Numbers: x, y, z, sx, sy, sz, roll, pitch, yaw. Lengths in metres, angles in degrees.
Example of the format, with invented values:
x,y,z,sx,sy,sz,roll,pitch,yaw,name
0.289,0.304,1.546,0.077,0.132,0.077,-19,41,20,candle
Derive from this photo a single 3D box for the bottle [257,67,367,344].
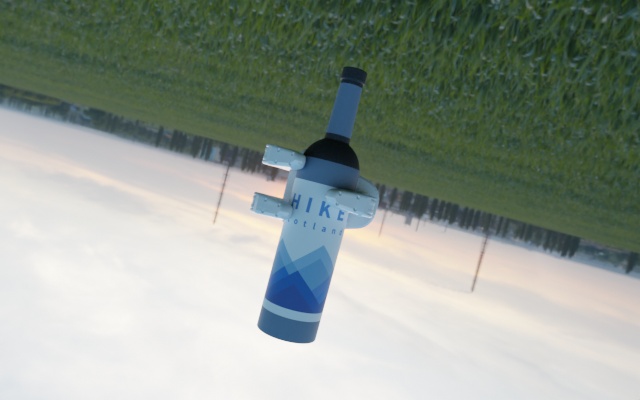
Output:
x,y,z,sx,sy,sz,roll,pitch,yaw,name
0.000,0.002,0.519,0.069,0.295,0.069,15,1,0,bottle
